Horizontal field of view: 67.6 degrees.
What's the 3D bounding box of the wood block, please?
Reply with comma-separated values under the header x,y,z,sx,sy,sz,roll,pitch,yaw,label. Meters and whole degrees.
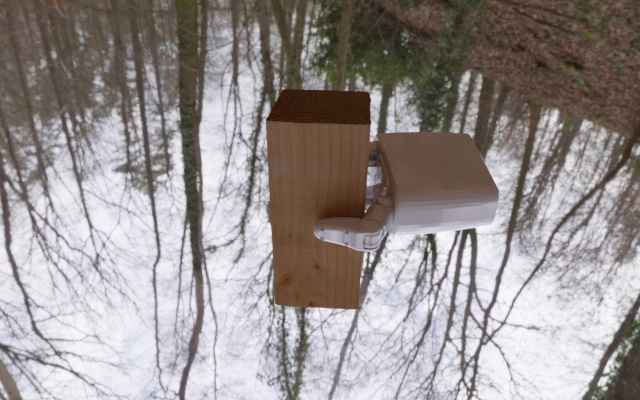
x,y,z,sx,sy,sz,roll,pitch,yaw,label
0.000,0.002,0.485,0.090,0.206,0.090,3,30,4,wood block
